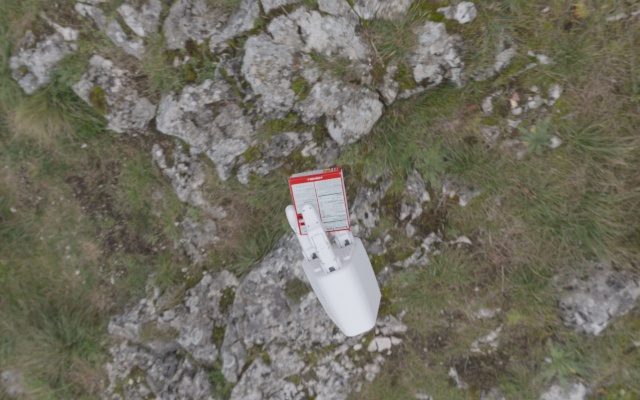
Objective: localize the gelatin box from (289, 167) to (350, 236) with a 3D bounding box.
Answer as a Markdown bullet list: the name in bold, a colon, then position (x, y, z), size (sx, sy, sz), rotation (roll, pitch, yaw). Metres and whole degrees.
- **gelatin box**: position (0.000, 0.002, 0.674), size (0.073, 0.089, 0.030), rotation (-8, 20, 7)
